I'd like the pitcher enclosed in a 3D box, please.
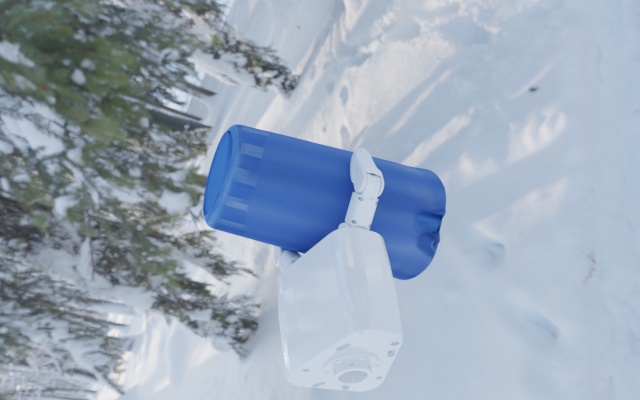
[{"bbox_3d":[0.000,0.002,0.529,0.243,0.145,0.149,15,-48,-22],"label":"pitcher"}]
